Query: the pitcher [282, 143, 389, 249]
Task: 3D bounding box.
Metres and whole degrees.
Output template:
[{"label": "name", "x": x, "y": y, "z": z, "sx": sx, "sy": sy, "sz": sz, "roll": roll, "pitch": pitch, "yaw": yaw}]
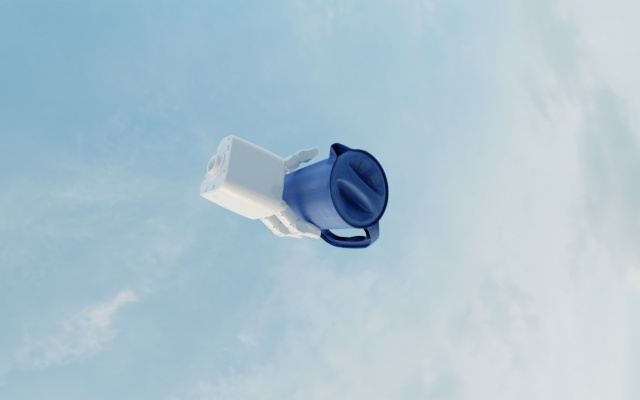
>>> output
[{"label": "pitcher", "x": 0.000, "y": 0.003, "z": 0.872, "sx": 0.145, "sy": 0.149, "sz": 0.243, "roll": 22, "pitch": -20, "yaw": -33}]
